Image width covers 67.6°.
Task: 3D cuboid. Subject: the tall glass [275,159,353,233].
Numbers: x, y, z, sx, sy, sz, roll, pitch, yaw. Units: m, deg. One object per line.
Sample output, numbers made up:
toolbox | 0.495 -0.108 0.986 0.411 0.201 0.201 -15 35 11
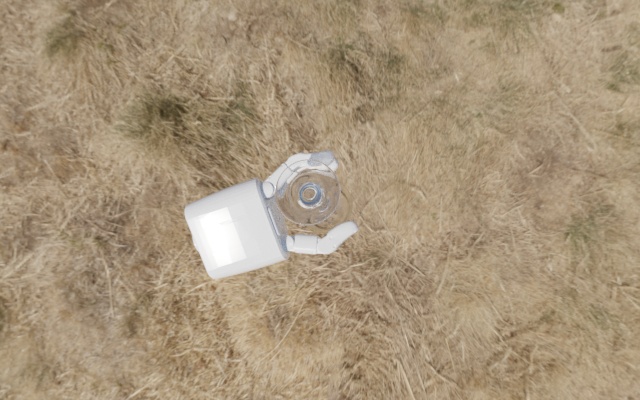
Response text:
tall glass | 0.000 0.002 0.627 0.079 0.079 0.201 0 -6 9
